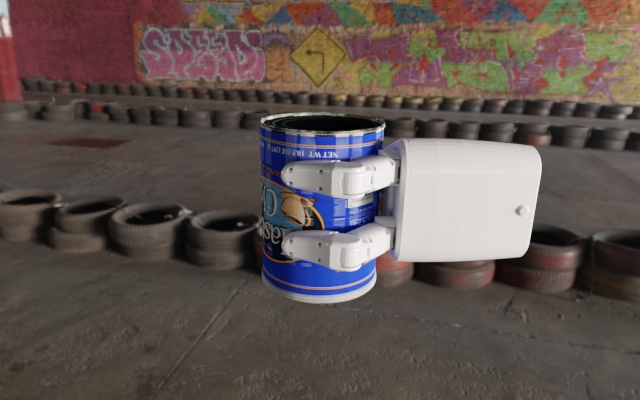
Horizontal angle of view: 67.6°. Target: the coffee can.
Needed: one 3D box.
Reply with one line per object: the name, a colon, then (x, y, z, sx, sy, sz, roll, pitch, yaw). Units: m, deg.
coffee can: (0.000, 0.001, 0.411, 0.103, 0.140, 0.102, 1, 18, 0)
